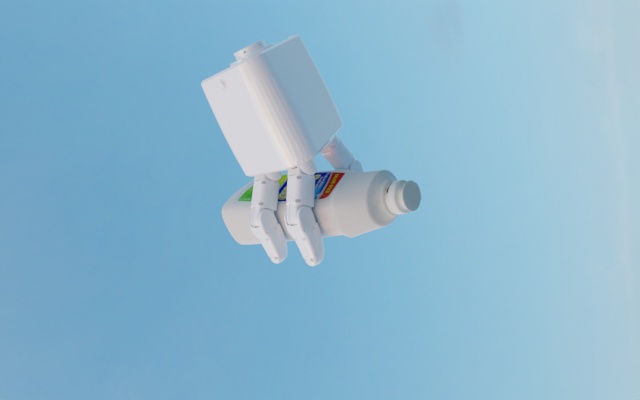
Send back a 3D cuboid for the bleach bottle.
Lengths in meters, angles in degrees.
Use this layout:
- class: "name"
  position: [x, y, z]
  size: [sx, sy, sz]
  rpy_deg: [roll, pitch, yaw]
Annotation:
- class: "bleach bottle"
  position: [0.000, 0.002, 0.520]
  size: [0.251, 0.068, 0.102]
  rpy_deg: [-7, 26, 46]
